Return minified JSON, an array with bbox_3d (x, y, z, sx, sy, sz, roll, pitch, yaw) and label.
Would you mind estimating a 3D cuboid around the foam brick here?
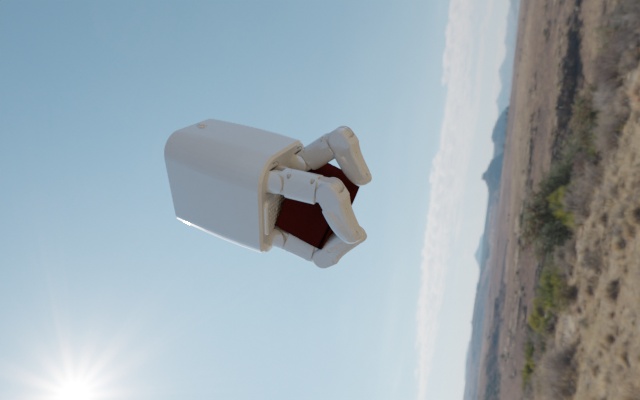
[{"bbox_3d":[0.000,0.002,0.475,0.051,0.053,0.078,28,28,10],"label":"foam brick"}]
